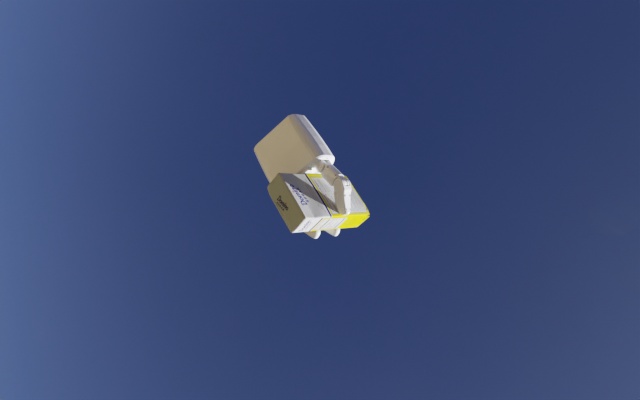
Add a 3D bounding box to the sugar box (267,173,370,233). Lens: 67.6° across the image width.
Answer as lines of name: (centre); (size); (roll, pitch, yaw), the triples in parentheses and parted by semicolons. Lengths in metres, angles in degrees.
sugar box: (0.000, 0.003, 0.802); (0.176, 0.093, 0.048); (-2, -37, -48)
